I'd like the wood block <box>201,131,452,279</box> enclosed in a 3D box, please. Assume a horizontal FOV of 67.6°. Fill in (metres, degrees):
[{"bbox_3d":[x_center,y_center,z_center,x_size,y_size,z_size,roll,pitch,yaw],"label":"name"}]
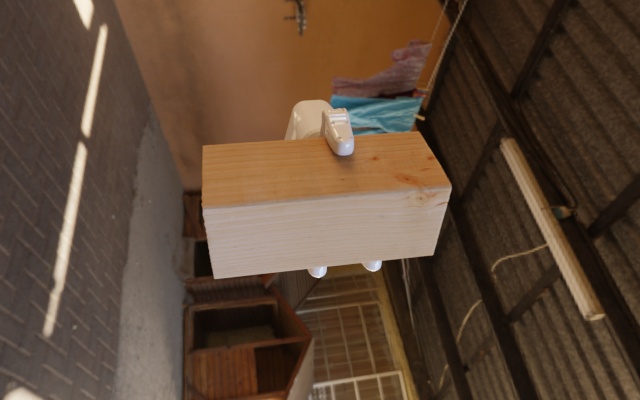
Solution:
[{"bbox_3d":[0.000,0.001,0.443,0.206,0.091,0.090,-5,42,-9],"label":"wood block"}]
